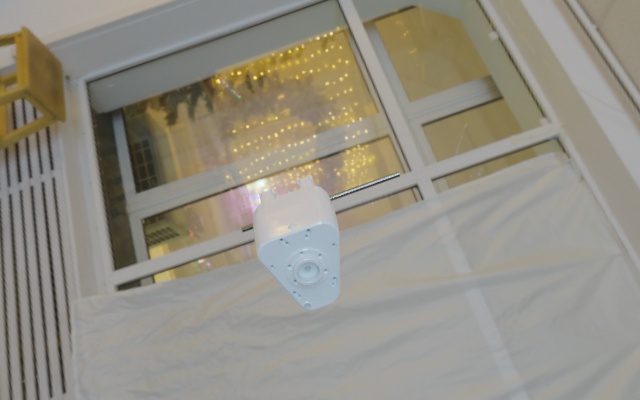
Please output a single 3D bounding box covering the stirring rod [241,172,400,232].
[{"bbox_3d":[0.000,0.002,0.689,0.239,0.011,0.011,-20,0,0],"label":"stirring rod"}]
